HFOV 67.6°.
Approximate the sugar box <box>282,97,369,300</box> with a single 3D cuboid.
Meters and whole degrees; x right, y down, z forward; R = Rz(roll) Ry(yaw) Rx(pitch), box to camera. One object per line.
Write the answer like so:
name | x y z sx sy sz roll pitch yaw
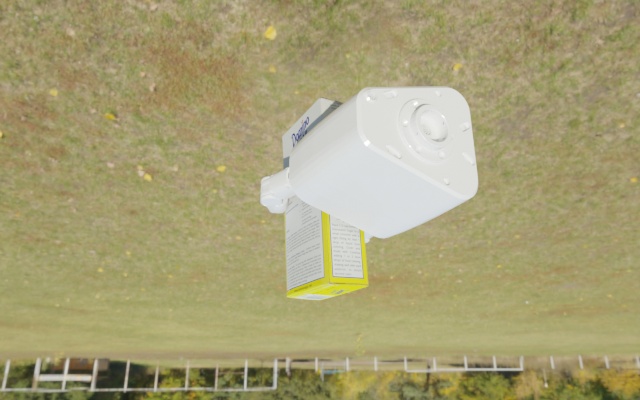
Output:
sugar box | 0.001 0.002 0.461 0.048 0.176 0.093 10 -22 -26
